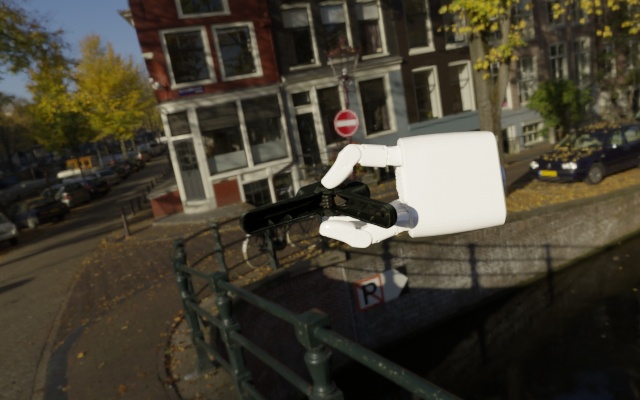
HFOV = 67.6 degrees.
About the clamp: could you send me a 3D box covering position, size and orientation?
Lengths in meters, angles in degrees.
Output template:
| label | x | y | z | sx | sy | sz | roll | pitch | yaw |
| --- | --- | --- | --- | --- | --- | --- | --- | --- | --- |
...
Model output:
| label | x | y | z | sx | sy | sz | roll | pitch | yaw |
| --- | --- | --- | --- | --- | --- | --- | --- | --- | --- |
| clamp | 0.000 | 0.001 | 0.574 | 0.164 | 0.036 | 0.210 | -4 | 12 | 4 |
